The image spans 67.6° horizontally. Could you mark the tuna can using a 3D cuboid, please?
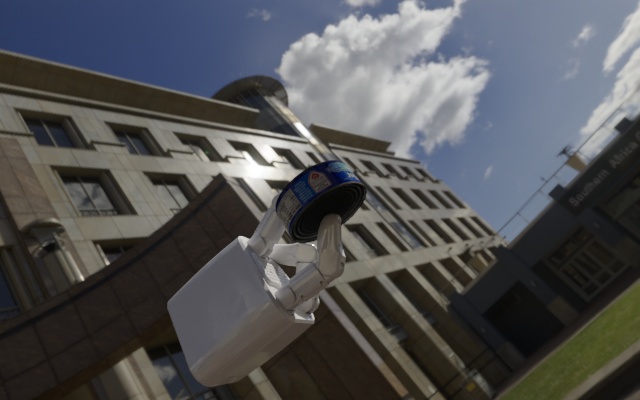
[{"bbox_3d":[0.000,0.001,0.461,0.086,0.033,0.086,-28,-26,-15],"label":"tuna can"}]
